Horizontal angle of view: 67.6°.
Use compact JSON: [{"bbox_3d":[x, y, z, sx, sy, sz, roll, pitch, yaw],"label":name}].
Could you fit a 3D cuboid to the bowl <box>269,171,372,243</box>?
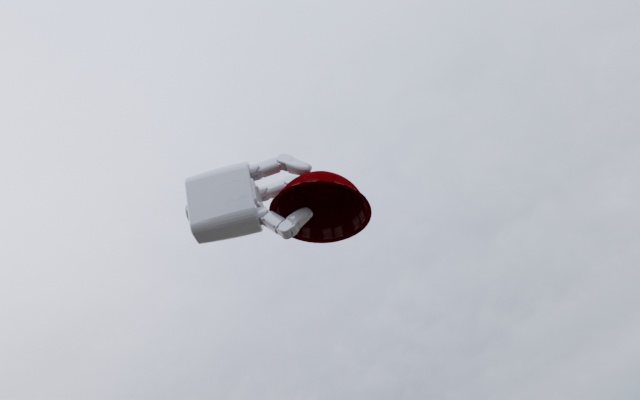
[{"bbox_3d":[0.001,0.002,0.766,0.162,0.055,0.162,1,-39,1],"label":"bowl"}]
